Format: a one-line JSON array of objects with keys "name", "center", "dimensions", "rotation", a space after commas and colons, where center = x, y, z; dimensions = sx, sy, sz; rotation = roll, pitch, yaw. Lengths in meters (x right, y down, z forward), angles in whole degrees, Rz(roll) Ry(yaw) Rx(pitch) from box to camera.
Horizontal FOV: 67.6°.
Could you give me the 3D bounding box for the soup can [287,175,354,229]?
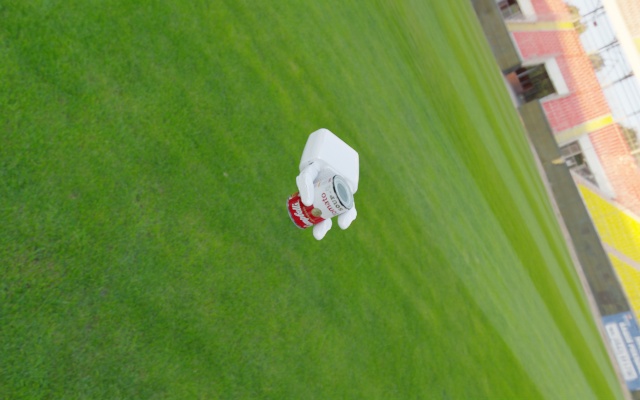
[{"name": "soup can", "center": [0.000, 0.003, 0.854], "dimensions": [0.102, 0.068, 0.068], "rotation": [-24, -11, 26]}]
